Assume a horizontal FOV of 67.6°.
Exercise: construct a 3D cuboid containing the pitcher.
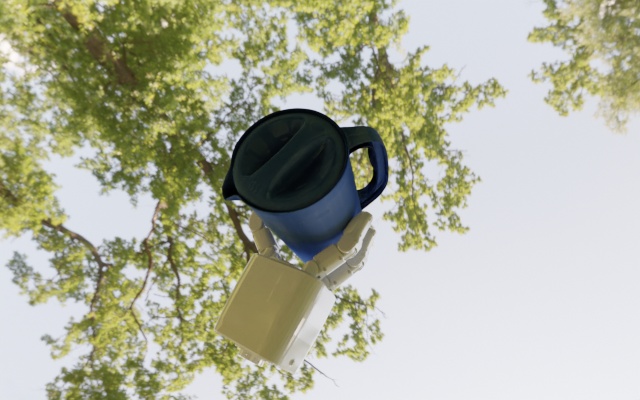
[{"bbox_3d":[0.000,0.002,0.607,0.149,0.145,0.243,18,-20,23],"label":"pitcher"}]
